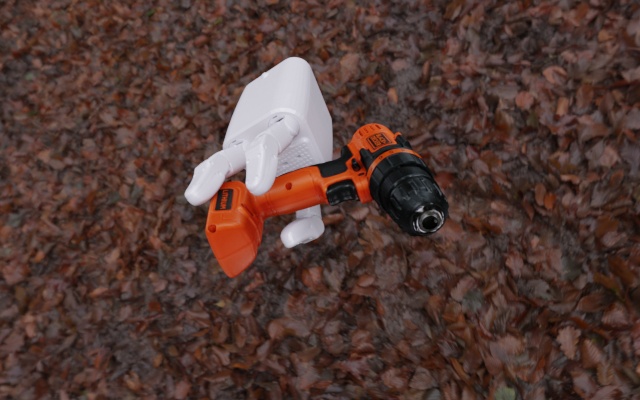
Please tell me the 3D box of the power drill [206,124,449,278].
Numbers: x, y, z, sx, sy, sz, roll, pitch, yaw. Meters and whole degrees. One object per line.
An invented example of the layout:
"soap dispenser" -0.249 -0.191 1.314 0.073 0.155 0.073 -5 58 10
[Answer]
"power drill" 0.000 0.001 0.411 0.187 0.057 0.184 -19 24 1
